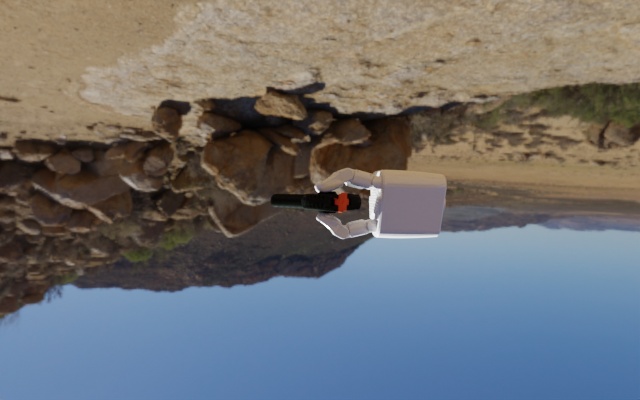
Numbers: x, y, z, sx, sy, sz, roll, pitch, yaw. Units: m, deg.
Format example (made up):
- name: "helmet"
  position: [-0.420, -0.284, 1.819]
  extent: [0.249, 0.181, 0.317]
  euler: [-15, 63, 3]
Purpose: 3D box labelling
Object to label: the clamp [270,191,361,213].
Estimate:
- name: "clamp"
  position: [0.000, 0.003, 0.784]
  extent: [0.164, 0.036, 0.210]
  euler: [0, 0, -6]
